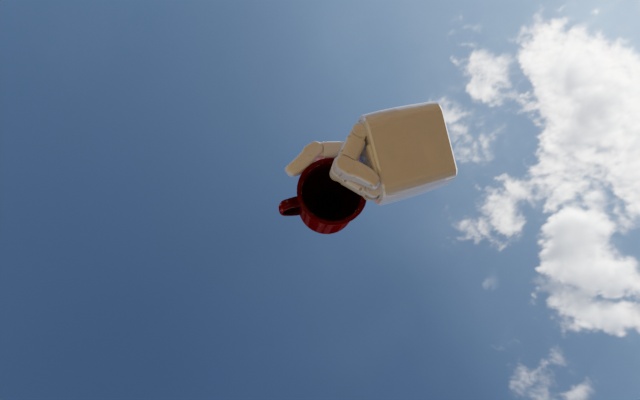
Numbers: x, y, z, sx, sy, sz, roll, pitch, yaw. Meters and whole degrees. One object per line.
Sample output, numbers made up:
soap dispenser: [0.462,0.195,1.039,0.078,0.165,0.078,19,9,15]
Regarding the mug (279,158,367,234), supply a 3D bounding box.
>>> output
mug: [-0.001,0.003,0.657,0.117,0.093,0.081,-14,-15,-10]
